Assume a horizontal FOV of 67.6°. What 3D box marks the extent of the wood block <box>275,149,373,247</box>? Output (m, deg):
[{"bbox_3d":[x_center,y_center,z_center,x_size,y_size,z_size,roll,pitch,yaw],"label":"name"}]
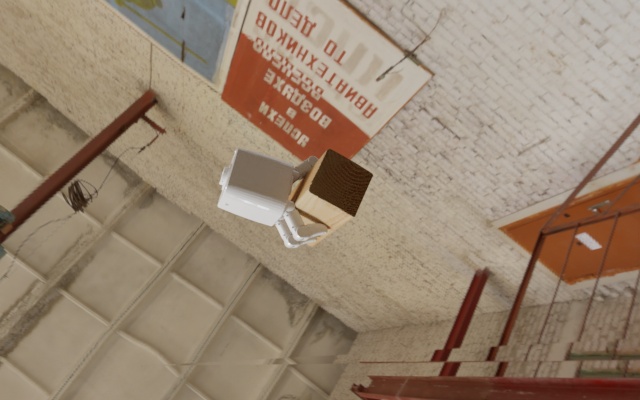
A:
[{"bbox_3d":[0.000,0.002,0.858,0.090,0.090,0.206,29,-26,-9],"label":"wood block"}]
